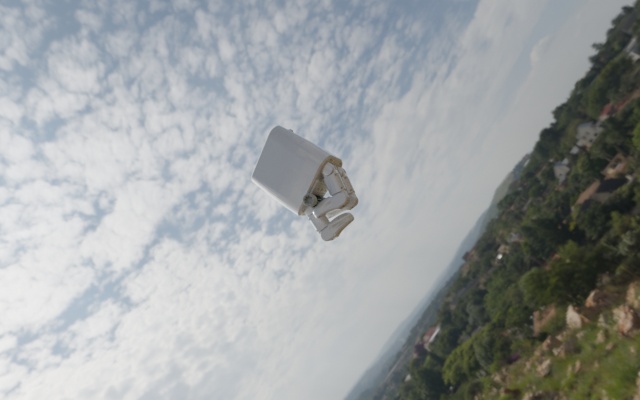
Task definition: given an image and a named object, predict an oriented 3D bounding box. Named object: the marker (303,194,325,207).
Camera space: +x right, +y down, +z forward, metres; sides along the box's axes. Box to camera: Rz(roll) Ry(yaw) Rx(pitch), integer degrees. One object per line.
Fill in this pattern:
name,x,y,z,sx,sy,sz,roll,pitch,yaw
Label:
marker,0.000,0.003,0.763,0.020,0.020,0.121,0,-3,18
